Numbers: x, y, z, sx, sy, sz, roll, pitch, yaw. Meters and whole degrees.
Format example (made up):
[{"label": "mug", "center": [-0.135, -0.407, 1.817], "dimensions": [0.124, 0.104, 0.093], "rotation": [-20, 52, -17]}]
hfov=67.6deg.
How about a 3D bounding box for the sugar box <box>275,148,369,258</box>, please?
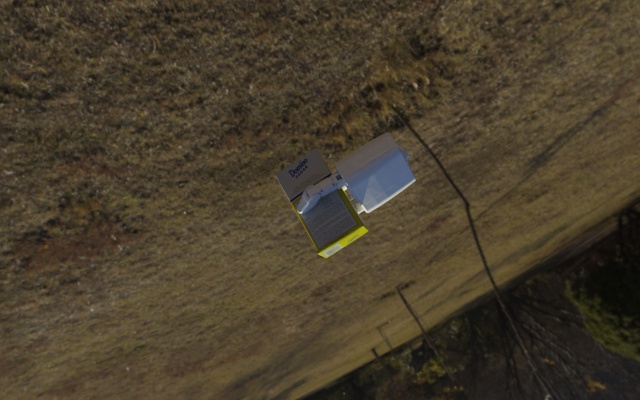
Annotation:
[{"label": "sugar box", "center": [0.000, 0.003, 0.848], "dimensions": [0.093, 0.176, 0.048], "rotation": [-33, -26, 7]}]
